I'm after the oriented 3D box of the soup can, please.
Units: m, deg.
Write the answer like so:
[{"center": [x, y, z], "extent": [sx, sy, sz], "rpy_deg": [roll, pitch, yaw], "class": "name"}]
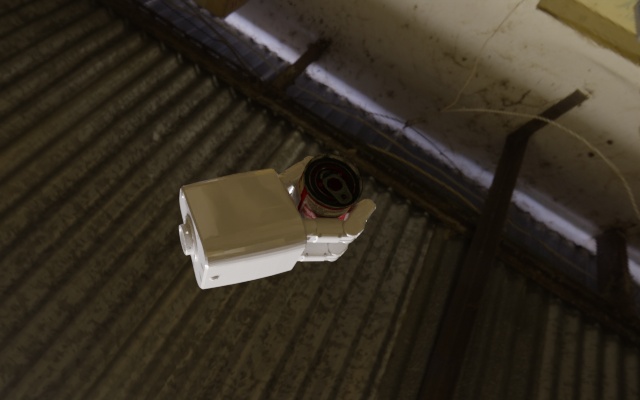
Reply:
[{"center": [0.000, 0.002, 0.555], "extent": [0.068, 0.068, 0.102], "rpy_deg": [0, -28, -19], "class": "soup can"}]
